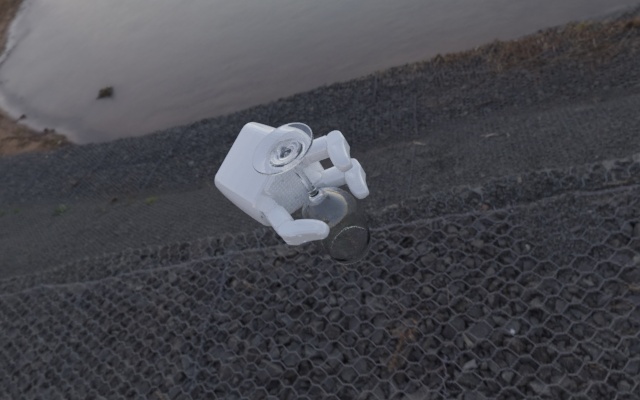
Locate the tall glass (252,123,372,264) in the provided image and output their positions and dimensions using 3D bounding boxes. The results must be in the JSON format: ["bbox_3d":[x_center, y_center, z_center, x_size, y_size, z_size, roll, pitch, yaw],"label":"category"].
[{"bbox_3d":[0.000,0.002,0.580,0.079,0.079,0.201,0,-36,31],"label":"tall glass"}]
